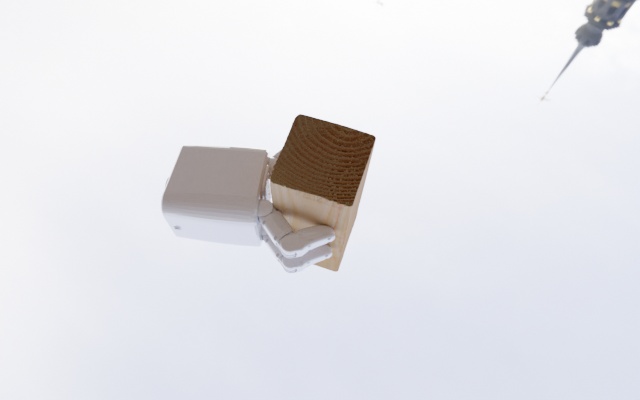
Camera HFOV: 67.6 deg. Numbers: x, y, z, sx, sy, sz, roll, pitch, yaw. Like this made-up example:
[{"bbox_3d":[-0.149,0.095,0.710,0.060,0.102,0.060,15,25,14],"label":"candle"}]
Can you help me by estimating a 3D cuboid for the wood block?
[{"bbox_3d":[0.000,0.002,0.575,0.090,0.090,0.206,17,-25,6],"label":"wood block"}]
